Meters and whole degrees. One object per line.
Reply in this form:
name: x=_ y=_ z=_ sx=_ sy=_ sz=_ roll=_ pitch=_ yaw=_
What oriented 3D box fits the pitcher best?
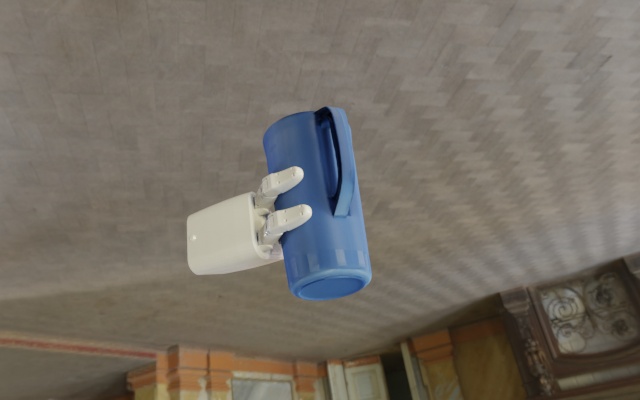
pitcher: x=0.000 y=0.002 z=0.654 sx=0.145 sy=0.242 sz=0.149 roll=-18 pitch=-28 yaw=15
